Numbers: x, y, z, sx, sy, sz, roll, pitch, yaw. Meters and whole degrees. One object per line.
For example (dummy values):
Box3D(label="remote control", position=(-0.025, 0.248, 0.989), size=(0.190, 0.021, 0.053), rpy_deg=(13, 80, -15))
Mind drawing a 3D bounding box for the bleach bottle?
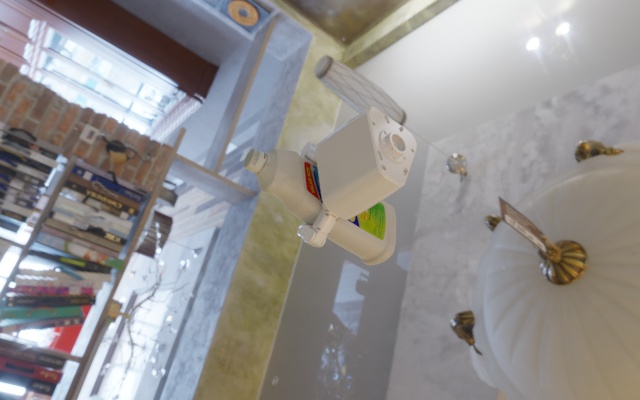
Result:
Box3D(label="bleach bottle", position=(0.000, 0.002, 0.695), size=(0.251, 0.102, 0.068), rpy_deg=(28, -39, -28))
